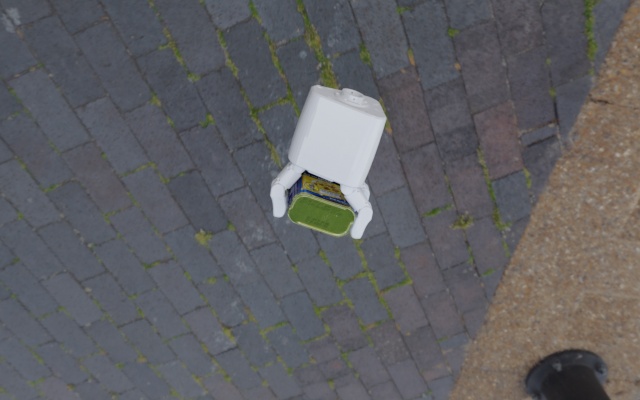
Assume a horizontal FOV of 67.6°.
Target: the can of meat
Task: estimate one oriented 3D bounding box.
[{"bbox_3d":[0.000,0.003,0.714,0.102,0.057,0.084,18,26,-12],"label":"can of meat"}]
